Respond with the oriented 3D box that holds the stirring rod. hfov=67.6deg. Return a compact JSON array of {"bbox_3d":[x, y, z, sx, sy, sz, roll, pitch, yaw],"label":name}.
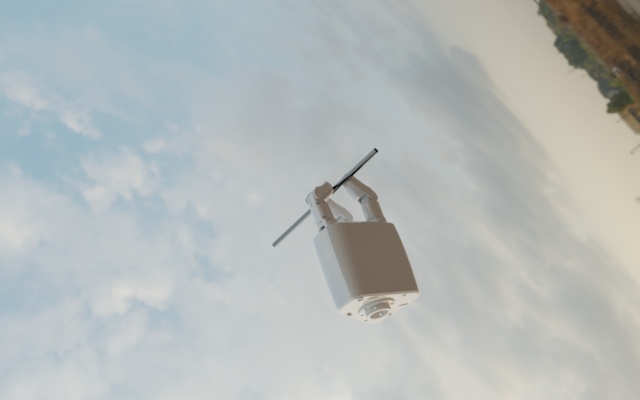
[{"bbox_3d":[0.000,0.002,0.702,0.011,0.011,0.240,0,-35,-49],"label":"stirring rod"}]
